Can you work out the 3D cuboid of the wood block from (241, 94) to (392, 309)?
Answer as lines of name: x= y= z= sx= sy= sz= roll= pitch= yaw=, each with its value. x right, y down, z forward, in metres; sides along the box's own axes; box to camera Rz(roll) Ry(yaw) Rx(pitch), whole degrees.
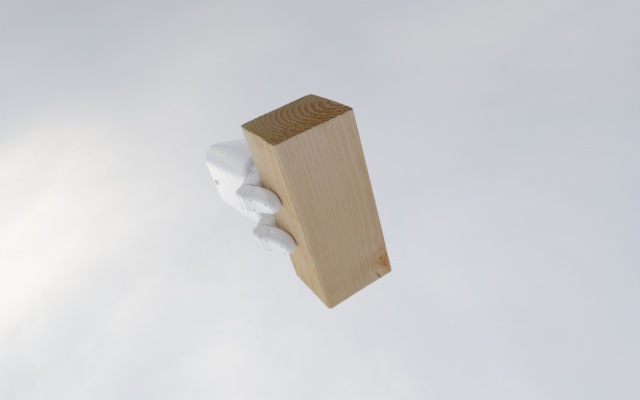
wood block: x=0.000 y=0.002 z=0.525 sx=0.091 sy=0.206 sz=0.090 roll=-29 pitch=32 yaw=-18
